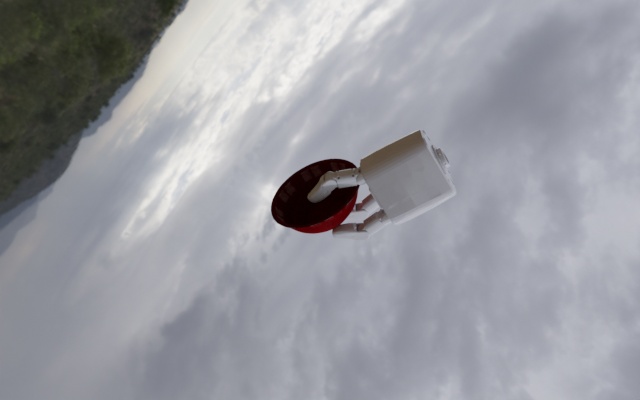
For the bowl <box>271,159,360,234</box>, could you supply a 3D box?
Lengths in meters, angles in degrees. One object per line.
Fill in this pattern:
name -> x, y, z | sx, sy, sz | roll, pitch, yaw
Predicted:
bowl -> -0.001, 0.003, 0.799 | 0.162, 0.162, 0.055 | 0, -44, 33
